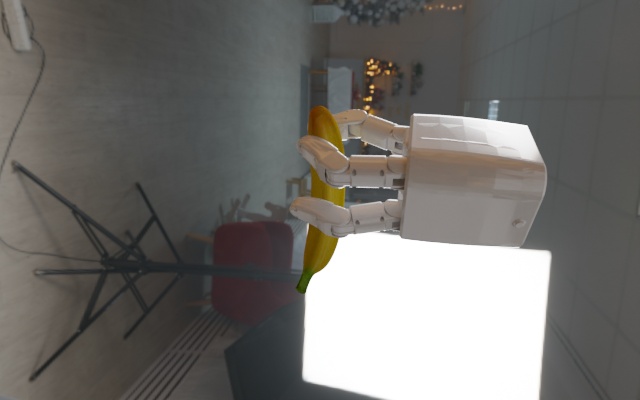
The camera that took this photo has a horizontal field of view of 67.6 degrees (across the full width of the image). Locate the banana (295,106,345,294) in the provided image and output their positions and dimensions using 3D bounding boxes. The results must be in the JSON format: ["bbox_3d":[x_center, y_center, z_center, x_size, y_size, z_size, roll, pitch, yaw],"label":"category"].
[{"bbox_3d":[0.004,-0.003,0.481,0.037,0.198,0.069,8,25,10],"label":"banana"}]
